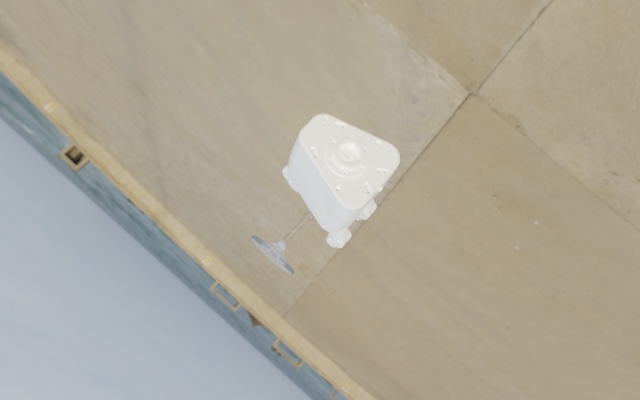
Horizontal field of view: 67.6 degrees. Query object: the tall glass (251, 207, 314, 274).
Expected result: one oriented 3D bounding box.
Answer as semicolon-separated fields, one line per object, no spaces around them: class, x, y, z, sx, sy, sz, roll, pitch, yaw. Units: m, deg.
tall glass;0.000;0.003;0.657;0.079;0.201;0.079;37;-18;15
